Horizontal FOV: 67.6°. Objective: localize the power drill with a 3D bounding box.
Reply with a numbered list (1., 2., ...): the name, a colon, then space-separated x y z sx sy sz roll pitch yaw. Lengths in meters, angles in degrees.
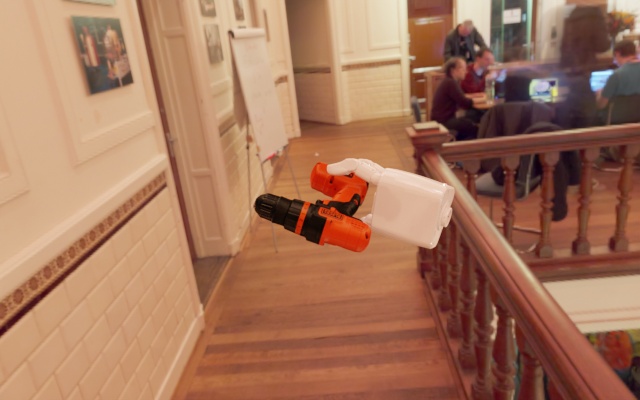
1. power drill: 0.000 0.002 0.785 0.184 0.057 0.187 20 31 2
